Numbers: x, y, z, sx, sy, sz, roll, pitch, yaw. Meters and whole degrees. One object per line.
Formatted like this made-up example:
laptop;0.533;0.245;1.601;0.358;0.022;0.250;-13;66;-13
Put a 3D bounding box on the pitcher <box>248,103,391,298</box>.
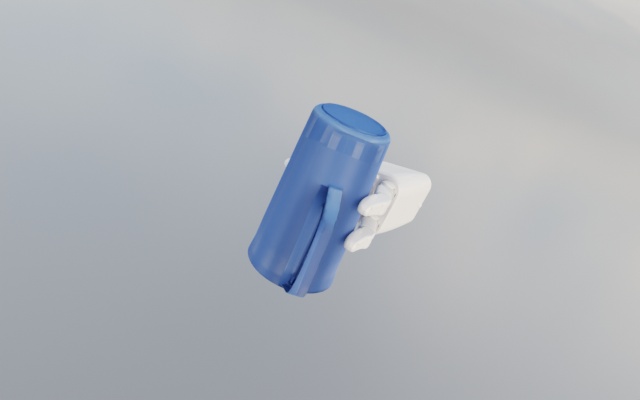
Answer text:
pitcher;0.000;0.002;0.645;0.149;0.243;0.145;39;29;30
